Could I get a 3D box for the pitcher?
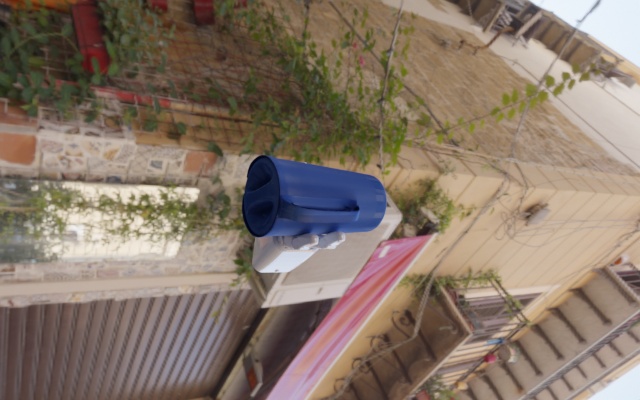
[{"bbox_3d":[0.000,0.003,0.825,0.243,0.149,0.145,4,-33,-34],"label":"pitcher"}]
